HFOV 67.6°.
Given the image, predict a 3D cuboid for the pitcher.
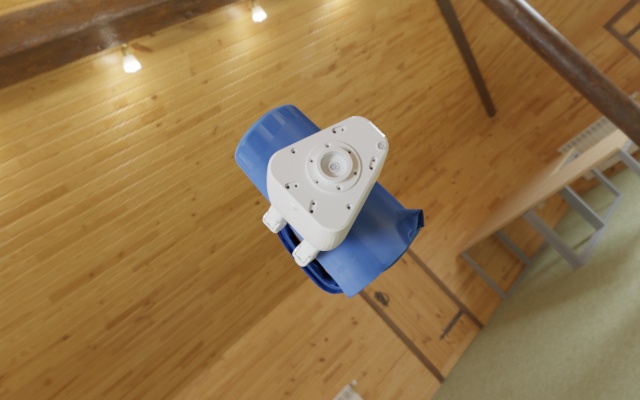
[{"bbox_3d":[0.000,0.002,0.621,0.149,0.243,0.145,-42,-7,-9],"label":"pitcher"}]
